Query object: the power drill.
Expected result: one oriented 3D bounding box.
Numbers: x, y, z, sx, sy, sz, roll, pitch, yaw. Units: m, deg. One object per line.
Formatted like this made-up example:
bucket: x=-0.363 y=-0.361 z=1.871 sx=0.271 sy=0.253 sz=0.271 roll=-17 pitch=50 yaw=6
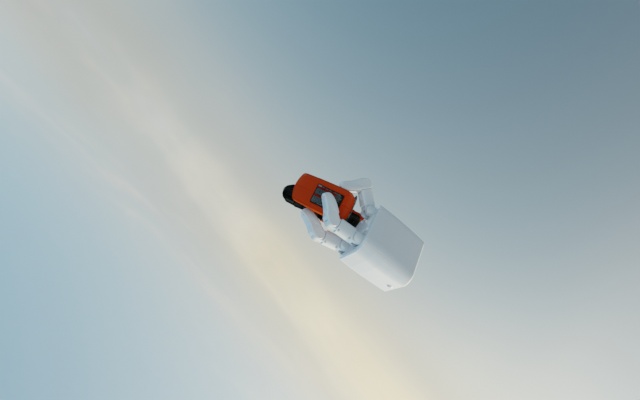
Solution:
power drill: x=0.000 y=0.003 z=0.891 sx=0.184 sy=0.057 sz=0.188 roll=23 pitch=-6 yaw=10
